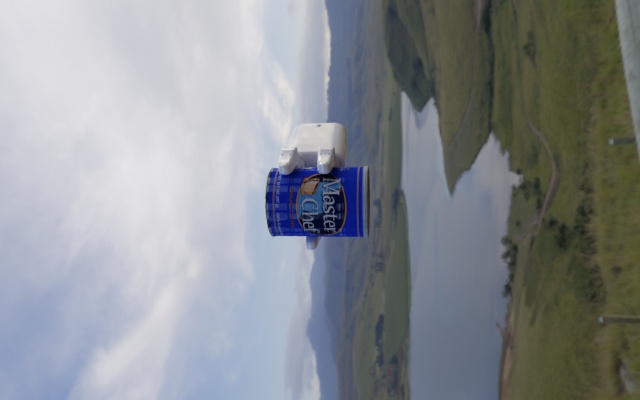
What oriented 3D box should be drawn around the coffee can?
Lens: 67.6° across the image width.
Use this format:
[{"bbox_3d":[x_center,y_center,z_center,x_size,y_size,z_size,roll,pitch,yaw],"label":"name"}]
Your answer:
[{"bbox_3d":[0.000,0.002,0.692,0.140,0.103,0.103,0,0,7],"label":"coffee can"}]
